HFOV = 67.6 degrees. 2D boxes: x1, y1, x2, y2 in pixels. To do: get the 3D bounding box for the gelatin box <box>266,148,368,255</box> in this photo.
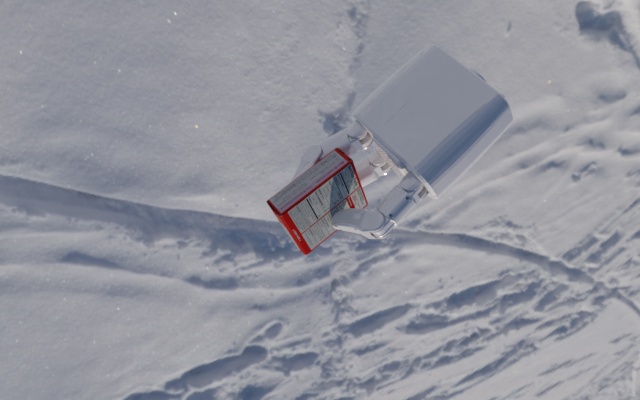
[{"bbox_3d":[0.000,0.002,0.475,0.030,0.089,0.073,43,-13,39],"label":"gelatin box"}]
